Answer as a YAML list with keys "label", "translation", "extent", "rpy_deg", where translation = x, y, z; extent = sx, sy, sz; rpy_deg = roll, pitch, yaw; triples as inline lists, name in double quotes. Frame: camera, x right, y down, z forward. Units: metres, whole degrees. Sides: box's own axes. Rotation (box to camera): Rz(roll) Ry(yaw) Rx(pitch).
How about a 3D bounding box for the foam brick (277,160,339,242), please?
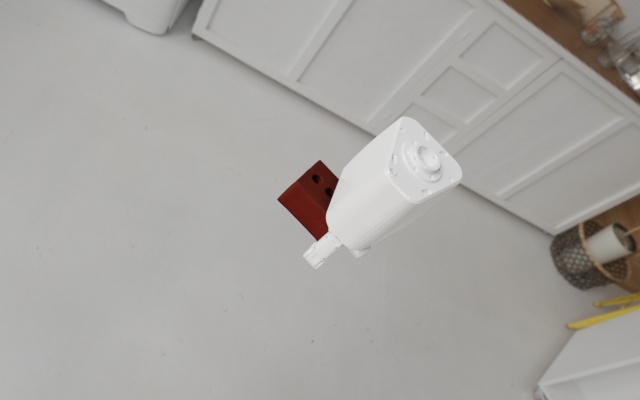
- label: "foam brick"
  translation: [0.000, 0.002, 0.566]
  extent: [0.053, 0.078, 0.051]
  rpy_deg: [-45, 1, -42]
